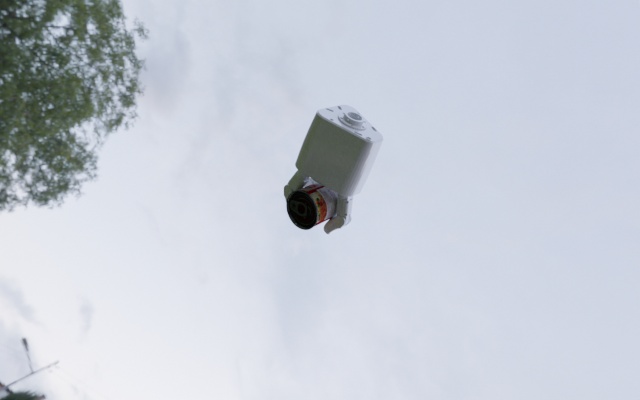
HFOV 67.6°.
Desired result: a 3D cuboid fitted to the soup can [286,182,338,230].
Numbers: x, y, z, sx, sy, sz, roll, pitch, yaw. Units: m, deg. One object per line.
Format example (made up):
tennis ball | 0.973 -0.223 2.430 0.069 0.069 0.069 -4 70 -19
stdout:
soup can | 0.000 0.003 0.818 0.068 0.068 0.102 0 16 41
